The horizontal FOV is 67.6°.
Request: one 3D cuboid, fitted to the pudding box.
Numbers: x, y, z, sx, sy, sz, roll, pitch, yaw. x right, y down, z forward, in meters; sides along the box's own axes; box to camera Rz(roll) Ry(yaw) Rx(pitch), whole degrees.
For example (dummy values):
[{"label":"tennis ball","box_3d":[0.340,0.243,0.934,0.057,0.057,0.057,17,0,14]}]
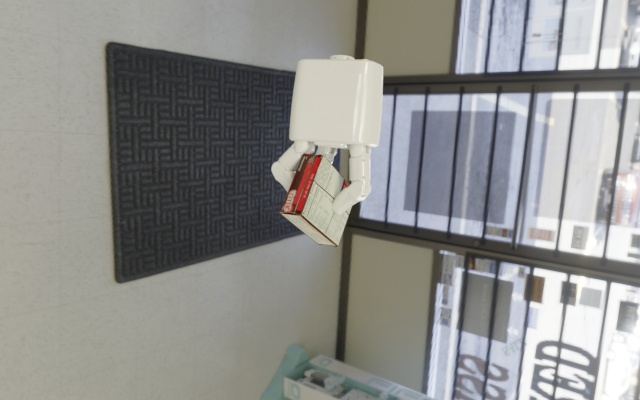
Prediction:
[{"label":"pudding box","box_3d":[0.000,0.002,0.648,0.039,0.090,0.113,7,-23,35]}]
